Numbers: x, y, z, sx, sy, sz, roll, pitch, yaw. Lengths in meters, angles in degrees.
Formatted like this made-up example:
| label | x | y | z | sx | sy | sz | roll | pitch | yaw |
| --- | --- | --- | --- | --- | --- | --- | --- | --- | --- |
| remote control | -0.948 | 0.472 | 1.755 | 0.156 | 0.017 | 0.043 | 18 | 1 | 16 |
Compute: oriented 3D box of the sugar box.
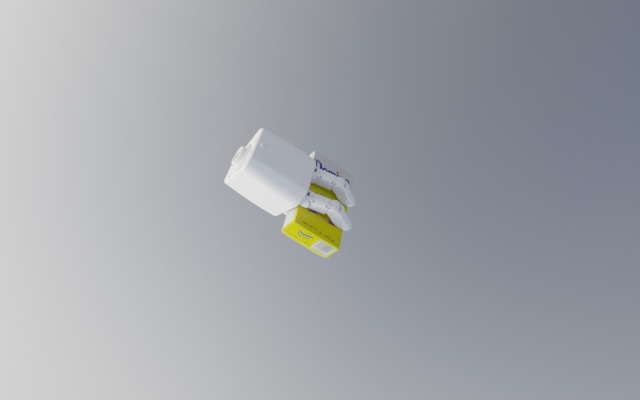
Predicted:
| label | x | y | z | sx | sy | sz | roll | pitch | yaw |
| --- | --- | --- | --- | --- | --- | --- | --- | --- | --- |
| sugar box | 0.000 | 0.002 | 0.817 | 0.093 | 0.176 | 0.048 | 33 | -44 | -20 |
